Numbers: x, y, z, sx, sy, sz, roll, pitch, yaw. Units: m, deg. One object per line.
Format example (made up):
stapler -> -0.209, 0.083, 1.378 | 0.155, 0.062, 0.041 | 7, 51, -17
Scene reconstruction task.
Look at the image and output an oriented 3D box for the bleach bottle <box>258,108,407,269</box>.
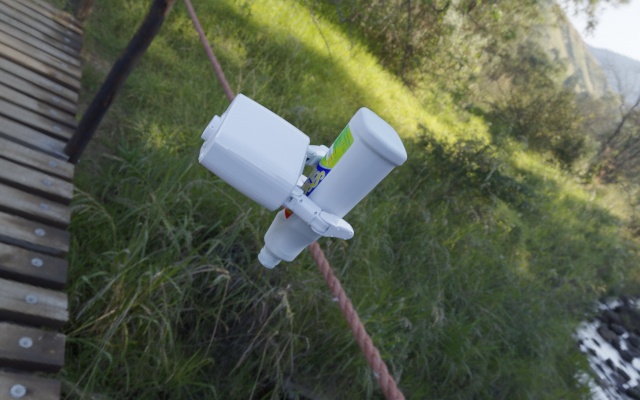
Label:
bleach bottle -> 0.000, 0.002, 0.619 | 0.068, 0.251, 0.102 | 33, 23, -18
